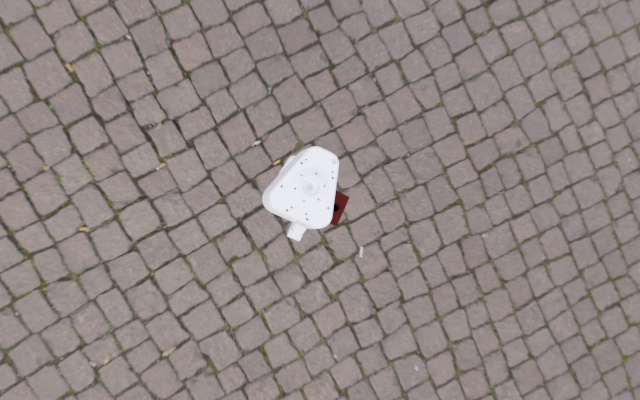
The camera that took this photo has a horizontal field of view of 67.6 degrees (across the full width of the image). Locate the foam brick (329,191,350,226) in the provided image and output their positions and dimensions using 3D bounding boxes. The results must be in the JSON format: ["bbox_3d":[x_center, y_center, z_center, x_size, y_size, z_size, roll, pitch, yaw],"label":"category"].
[{"bbox_3d":[0.000,0.003,0.791,0.078,0.053,0.051,25,-6,-9],"label":"foam brick"}]
